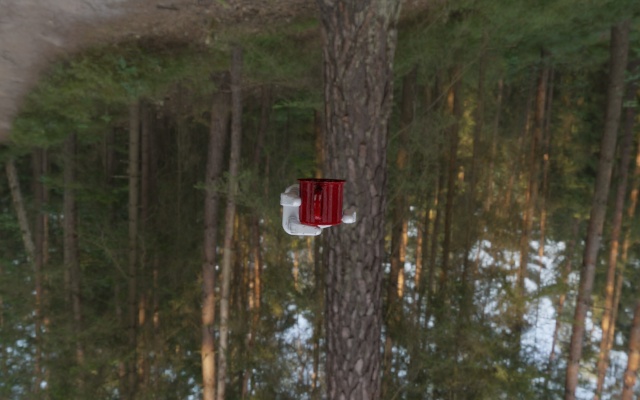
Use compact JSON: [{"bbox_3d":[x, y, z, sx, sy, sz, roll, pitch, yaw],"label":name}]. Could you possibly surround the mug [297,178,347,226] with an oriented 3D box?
[{"bbox_3d":[0.000,0.003,0.881,0.093,0.081,0.117,2,6,3],"label":"mug"}]
